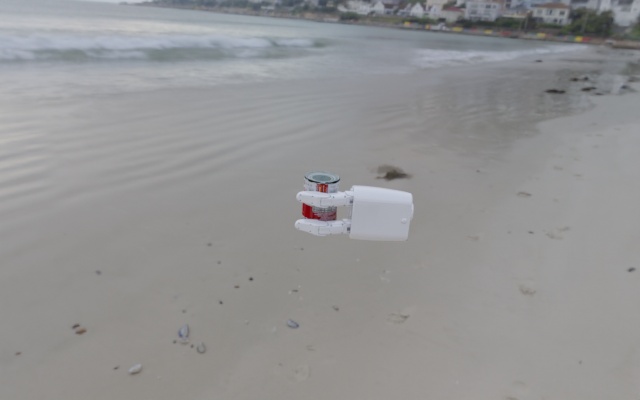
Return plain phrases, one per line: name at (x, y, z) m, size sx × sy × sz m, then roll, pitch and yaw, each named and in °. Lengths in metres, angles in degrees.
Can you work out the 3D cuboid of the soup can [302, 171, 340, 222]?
soup can at (0.000, 0.003, 0.897) m, size 0.068 × 0.102 × 0.068 m, roll 4°, pitch 21°, yaw -1°
